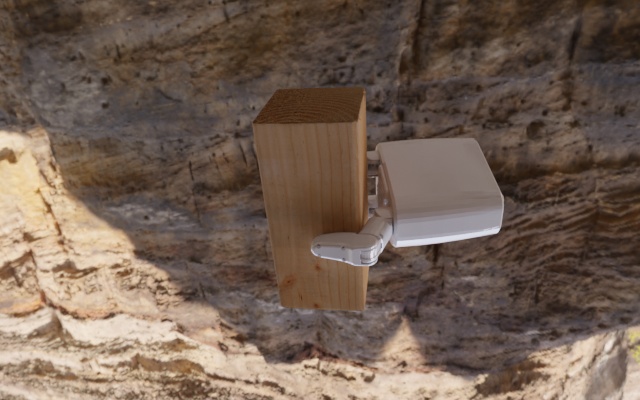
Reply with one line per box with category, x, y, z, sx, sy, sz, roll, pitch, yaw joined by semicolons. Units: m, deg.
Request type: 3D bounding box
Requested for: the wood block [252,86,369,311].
wood block;0.000;0.002;0.476;0.090;0.206;0.090;1;31;10
